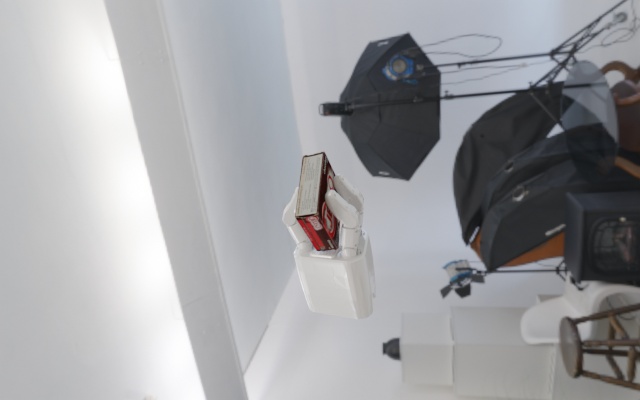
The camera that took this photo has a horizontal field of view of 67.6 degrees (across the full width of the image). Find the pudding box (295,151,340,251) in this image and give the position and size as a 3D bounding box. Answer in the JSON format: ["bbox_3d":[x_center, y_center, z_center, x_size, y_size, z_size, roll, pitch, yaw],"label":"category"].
[{"bbox_3d":[0.000,0.002,0.680,0.039,0.113,0.090,-9,-39,16],"label":"pudding box"}]
